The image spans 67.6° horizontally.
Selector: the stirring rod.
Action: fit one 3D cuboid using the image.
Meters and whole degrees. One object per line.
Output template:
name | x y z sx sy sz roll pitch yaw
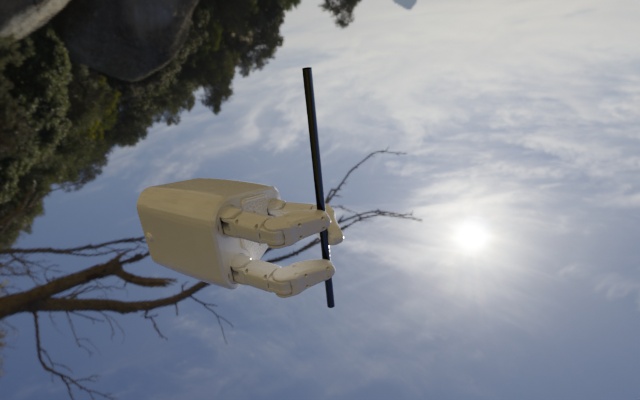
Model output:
stirring rod | 0.000 0.001 0.434 0.011 0.240 0.011 -5 28 2
